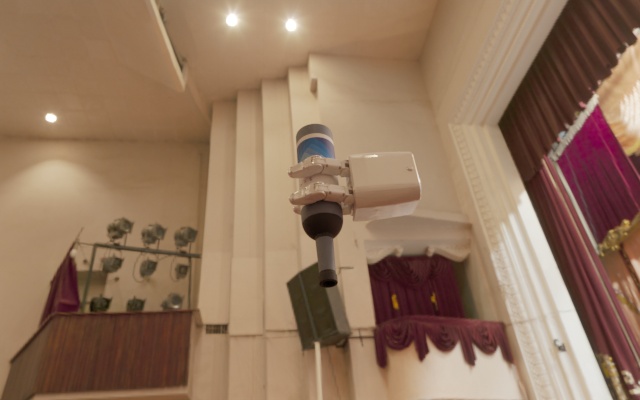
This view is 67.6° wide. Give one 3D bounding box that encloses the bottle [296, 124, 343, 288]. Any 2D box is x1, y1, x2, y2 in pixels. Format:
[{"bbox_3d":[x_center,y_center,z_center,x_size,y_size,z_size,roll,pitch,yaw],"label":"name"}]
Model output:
[{"bbox_3d":[0.000,0.002,0.779,0.069,0.295,0.069,-4,-36,-3],"label":"bottle"}]
